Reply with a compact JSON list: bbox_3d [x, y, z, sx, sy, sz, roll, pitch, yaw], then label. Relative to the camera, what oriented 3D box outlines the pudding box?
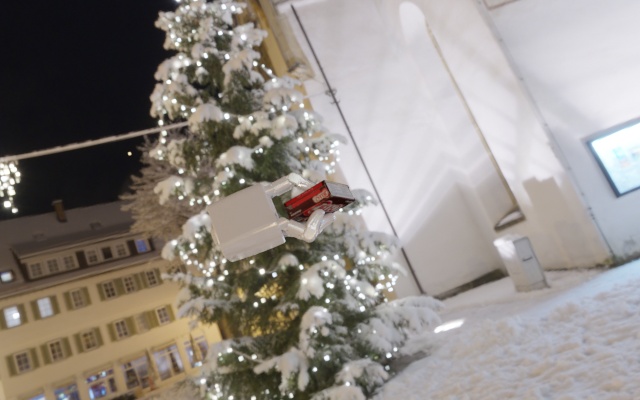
[{"bbox_3d":[0.000,0.003,0.856,0.090,0.039,0.113,-29,-13,21],"label":"pudding box"}]
